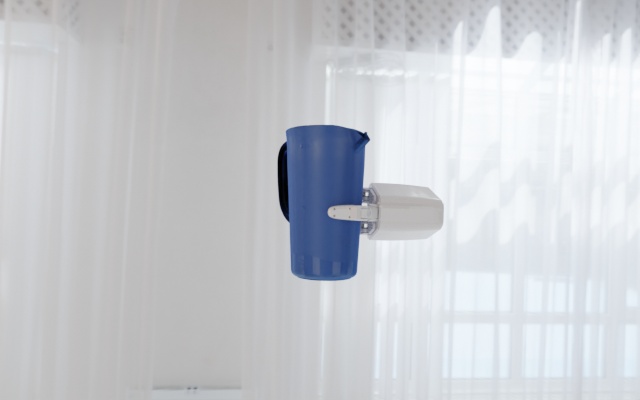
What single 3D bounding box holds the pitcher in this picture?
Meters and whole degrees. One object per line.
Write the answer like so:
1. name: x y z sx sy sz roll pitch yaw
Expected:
1. pitcher: 0.000 0.003 0.782 0.145 0.243 0.149 1 -1 -5
